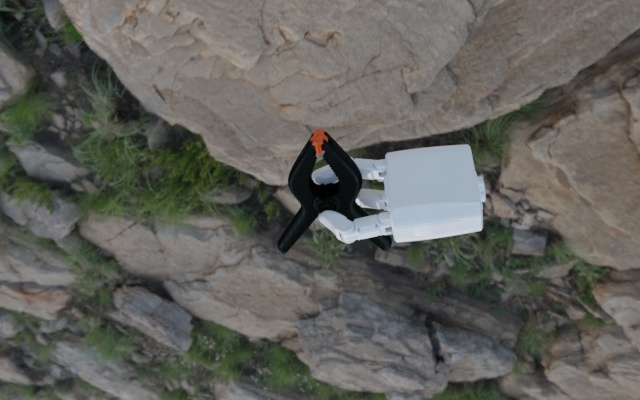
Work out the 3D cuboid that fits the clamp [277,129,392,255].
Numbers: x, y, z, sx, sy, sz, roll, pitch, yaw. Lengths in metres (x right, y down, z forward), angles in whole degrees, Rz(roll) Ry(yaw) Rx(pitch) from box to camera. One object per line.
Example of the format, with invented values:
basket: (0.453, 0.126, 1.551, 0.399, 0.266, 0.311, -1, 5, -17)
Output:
clamp: (0.000, 0.002, 0.634, 0.164, 0.210, 0.036, -8, 42, 11)
